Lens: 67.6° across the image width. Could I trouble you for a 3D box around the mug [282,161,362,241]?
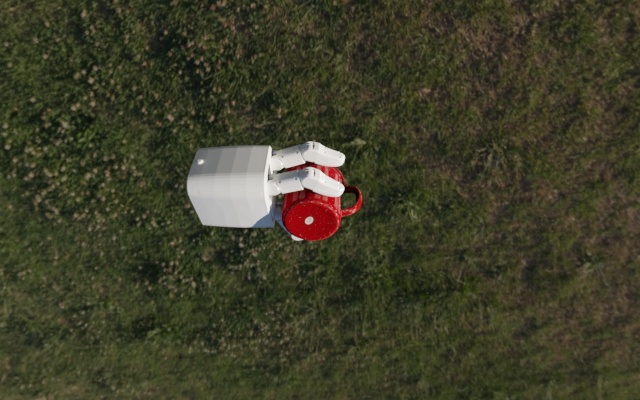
[{"bbox_3d":[0.002,0.002,0.676,0.117,0.093,0.081,-1,43,3],"label":"mug"}]
